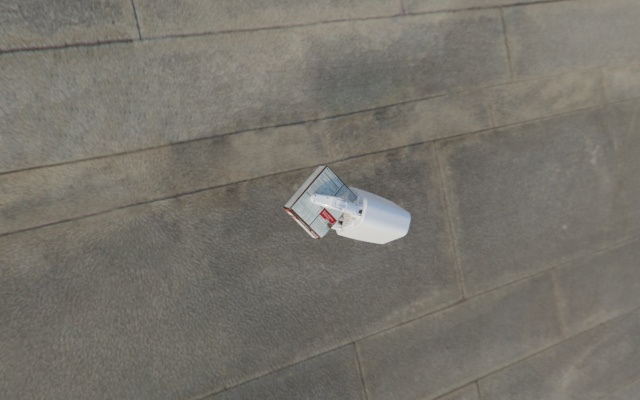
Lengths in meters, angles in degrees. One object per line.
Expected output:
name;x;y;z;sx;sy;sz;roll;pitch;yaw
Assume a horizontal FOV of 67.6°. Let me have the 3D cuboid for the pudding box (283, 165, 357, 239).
pudding box;0.000;0.003;0.892;0.090;0.113;0.039;46;-17;-18
